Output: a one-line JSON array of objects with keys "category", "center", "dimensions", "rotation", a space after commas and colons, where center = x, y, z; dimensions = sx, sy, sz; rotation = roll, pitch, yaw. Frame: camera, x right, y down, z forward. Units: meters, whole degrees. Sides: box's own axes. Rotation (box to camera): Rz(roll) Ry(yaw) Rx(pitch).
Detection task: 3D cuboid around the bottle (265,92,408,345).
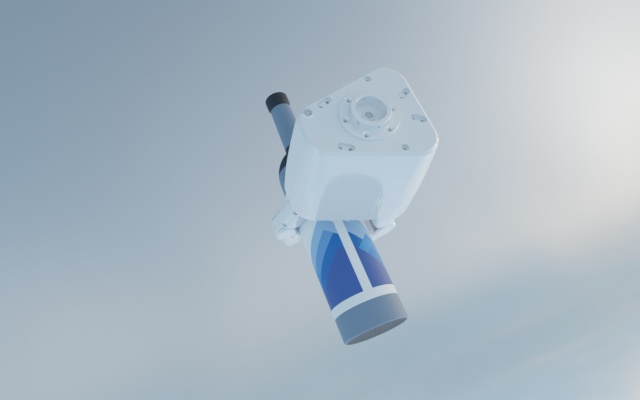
[{"category": "bottle", "center": [0.000, 0.002, 0.514], "dimensions": [0.069, 0.295, 0.069], "rotation": [-19, -24, -9]}]
